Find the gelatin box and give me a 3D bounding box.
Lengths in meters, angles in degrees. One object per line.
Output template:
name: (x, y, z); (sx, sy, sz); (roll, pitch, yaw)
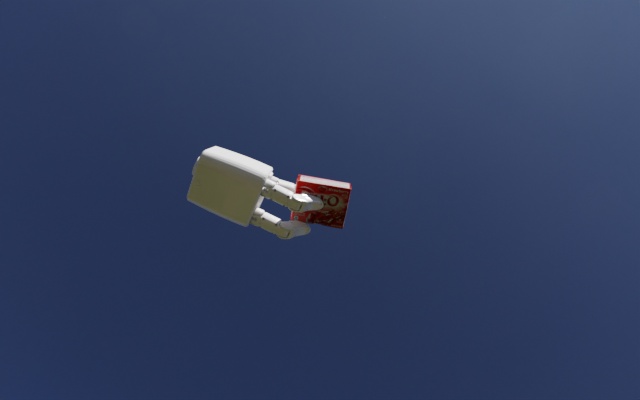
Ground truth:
gelatin box: (0.000, 0.002, 0.781); (0.089, 0.073, 0.030); (10, 23, -2)
